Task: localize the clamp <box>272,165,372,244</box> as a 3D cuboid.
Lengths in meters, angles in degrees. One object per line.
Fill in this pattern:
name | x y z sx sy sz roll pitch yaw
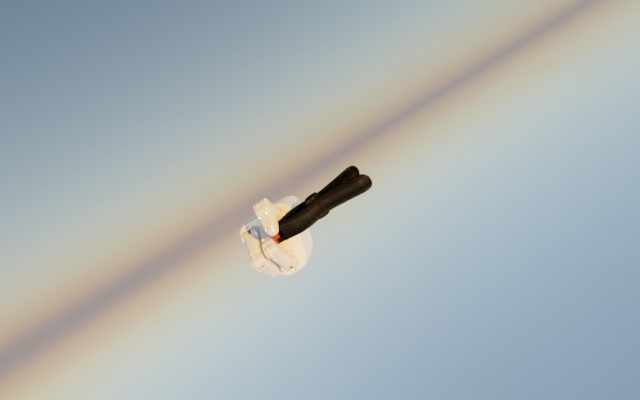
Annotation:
clamp | 0.000 0.003 0.716 0.171 0.039 0.120 -31 6 10
